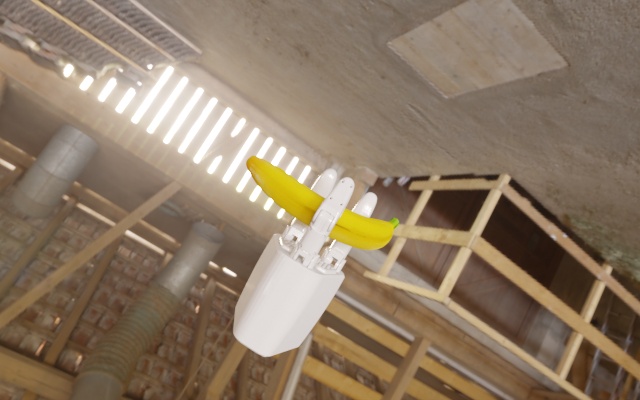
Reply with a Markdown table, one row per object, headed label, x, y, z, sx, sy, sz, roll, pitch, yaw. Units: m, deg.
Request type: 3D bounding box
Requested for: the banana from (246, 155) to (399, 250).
| label | x | y | z | sx | sy | sz | roll | pitch | yaw |
| --- | --- | --- | --- | --- | --- | --- | --- | --- | --- |
| banana | 0.005 | 0.011 | 0.530 | 0.198 | 0.037 | 0.069 | 25 | 20 | -16 |
